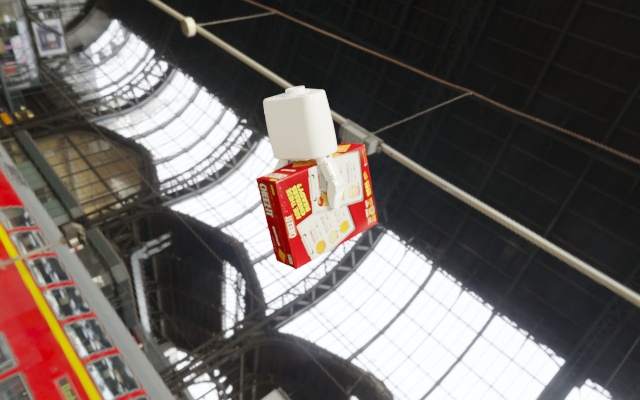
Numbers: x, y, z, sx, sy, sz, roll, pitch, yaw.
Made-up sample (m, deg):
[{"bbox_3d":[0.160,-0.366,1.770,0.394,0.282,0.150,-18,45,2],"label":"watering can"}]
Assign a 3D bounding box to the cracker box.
[{"bbox_3d":[0.000,0.003,0.874,0.213,0.164,0.072,-26,23,-35],"label":"cracker box"}]
